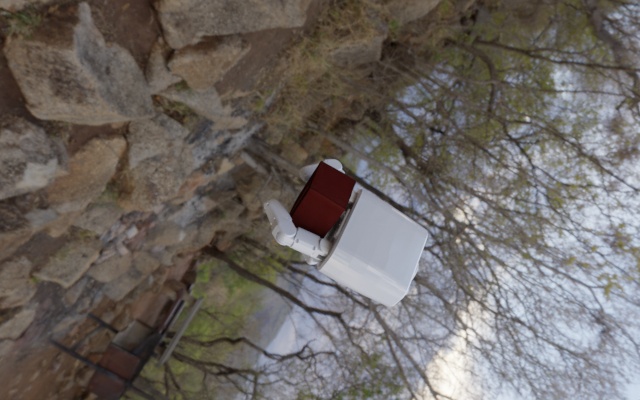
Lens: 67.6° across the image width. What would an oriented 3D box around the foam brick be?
[{"bbox_3d":[0.000,0.002,0.582,0.051,0.053,0.078,30,-44,-5],"label":"foam brick"}]
